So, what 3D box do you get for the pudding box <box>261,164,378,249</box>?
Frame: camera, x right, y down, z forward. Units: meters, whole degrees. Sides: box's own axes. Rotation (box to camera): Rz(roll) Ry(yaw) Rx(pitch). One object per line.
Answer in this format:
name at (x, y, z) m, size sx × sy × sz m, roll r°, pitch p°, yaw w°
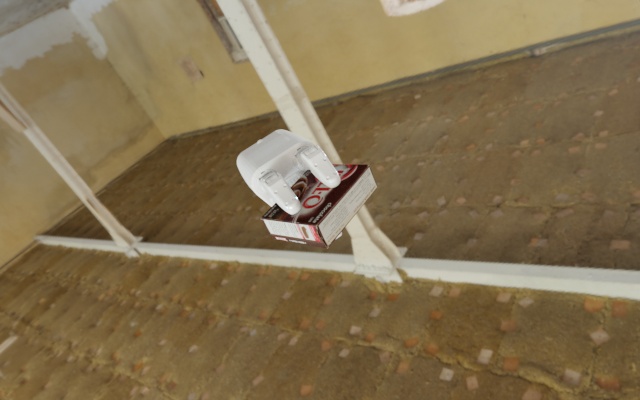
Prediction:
pudding box at (0.000, 0.002, 0.557) m, size 0.090 × 0.039 × 0.113 m, roll 4°, pitch 43°, yaw 43°
